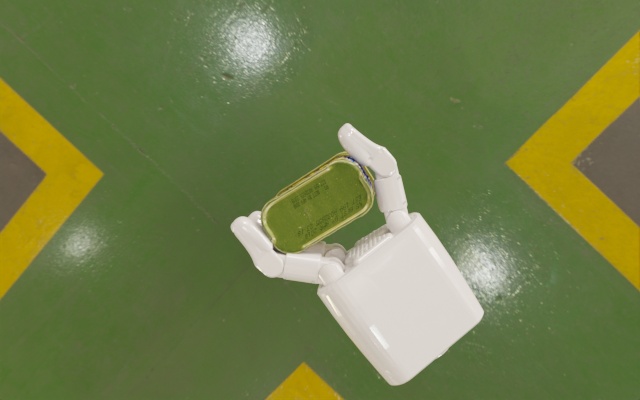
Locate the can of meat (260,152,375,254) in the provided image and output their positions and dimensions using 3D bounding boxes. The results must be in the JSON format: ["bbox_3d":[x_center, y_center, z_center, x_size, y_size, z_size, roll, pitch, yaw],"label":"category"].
[{"bbox_3d":[0.000,0.001,0.435,0.102,0.057,0.084,-32,4,9],"label":"can of meat"}]
